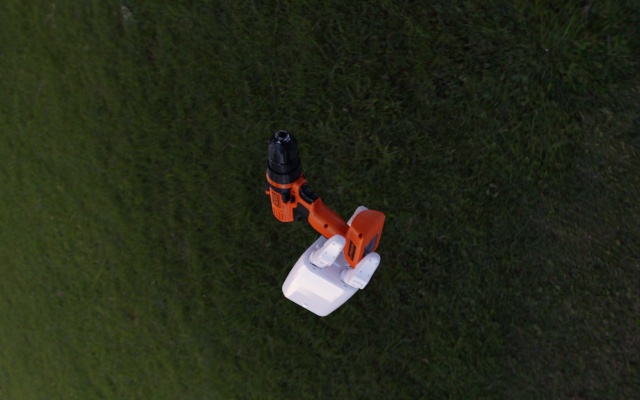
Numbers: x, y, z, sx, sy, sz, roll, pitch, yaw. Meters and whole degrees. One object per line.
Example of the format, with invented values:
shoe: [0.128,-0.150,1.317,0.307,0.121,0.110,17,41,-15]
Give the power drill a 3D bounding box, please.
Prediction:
power drill: [0.000,0.003,0.681,0.187,0.057,0.185,36,-27,22]
